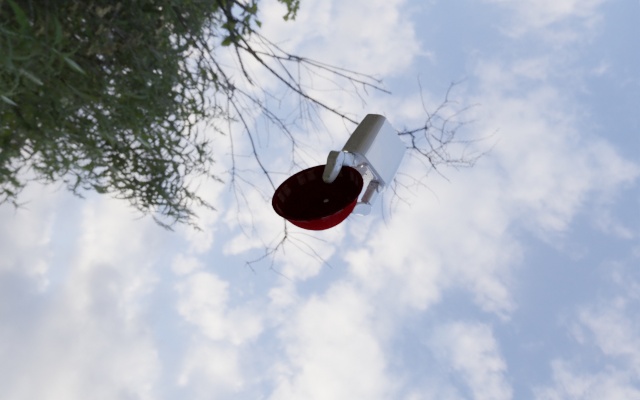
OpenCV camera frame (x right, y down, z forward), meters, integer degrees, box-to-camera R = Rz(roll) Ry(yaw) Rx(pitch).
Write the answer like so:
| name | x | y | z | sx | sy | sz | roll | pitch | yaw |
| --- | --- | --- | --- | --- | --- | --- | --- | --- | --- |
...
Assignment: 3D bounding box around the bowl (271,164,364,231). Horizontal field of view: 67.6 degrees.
| name | x | y | z | sx | sy | sz | roll | pitch | yaw |
| --- | --- | --- | --- | --- | --- | --- | --- | --- | --- |
| bowl | -0.001 | 0.004 | 0.823 | 0.162 | 0.055 | 0.162 | -12 | 35 | 8 |
